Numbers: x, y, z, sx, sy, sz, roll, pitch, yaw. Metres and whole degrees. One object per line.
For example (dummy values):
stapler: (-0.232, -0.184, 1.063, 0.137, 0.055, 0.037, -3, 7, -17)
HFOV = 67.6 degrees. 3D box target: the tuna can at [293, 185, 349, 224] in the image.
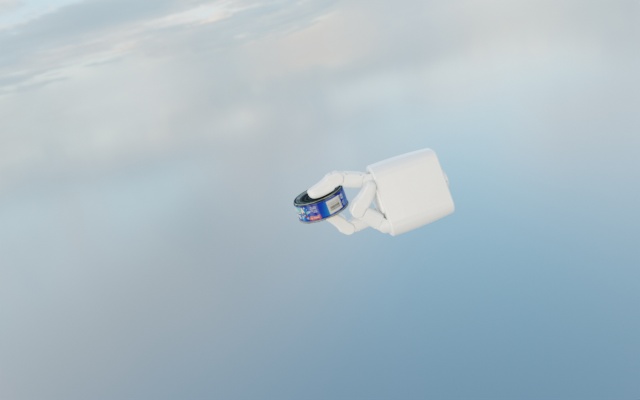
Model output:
tuna can: (0.000, 0.002, 0.774, 0.086, 0.034, 0.086, -19, 18, 6)
